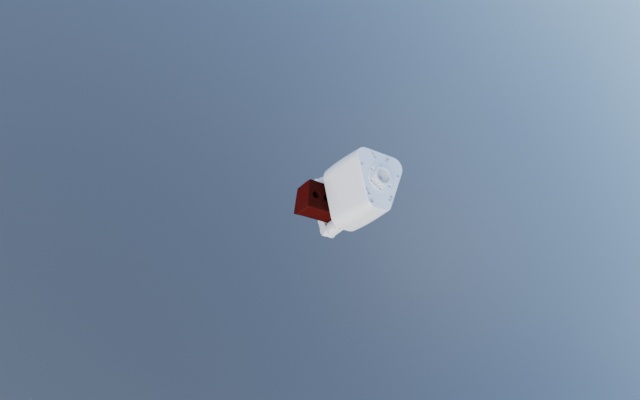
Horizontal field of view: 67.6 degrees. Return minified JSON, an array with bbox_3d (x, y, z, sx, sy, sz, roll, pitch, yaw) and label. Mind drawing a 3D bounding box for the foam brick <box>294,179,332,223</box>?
[{"bbox_3d":[0.000,0.003,0.856,0.078,0.053,0.051,16,-26,-24],"label":"foam brick"}]
